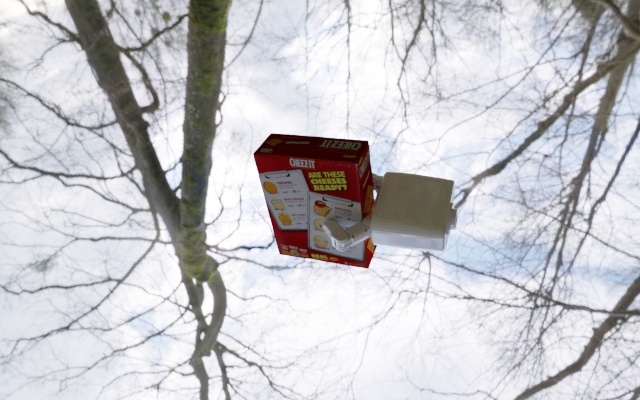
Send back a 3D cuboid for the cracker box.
[{"bbox_3d":[0.000,0.003,0.760,0.164,0.214,0.072,7,41,20],"label":"cracker box"}]
